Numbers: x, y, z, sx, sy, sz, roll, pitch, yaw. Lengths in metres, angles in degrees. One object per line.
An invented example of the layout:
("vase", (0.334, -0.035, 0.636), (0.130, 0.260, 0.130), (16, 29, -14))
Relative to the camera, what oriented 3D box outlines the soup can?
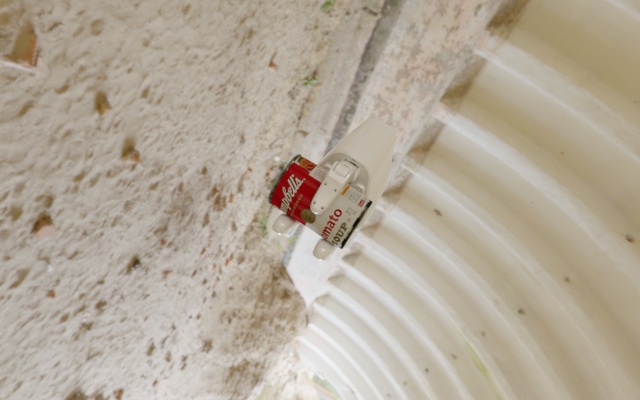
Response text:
("soup can", (0.000, 0.002, 0.550), (0.102, 0.068, 0.068), (33, 4, 6))
